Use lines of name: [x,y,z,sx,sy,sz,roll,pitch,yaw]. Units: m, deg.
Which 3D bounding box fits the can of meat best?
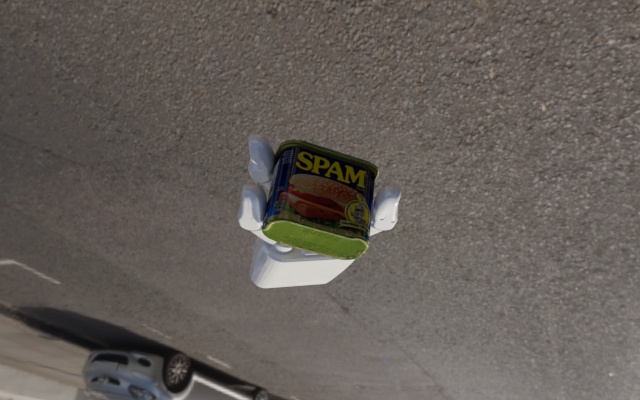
can of meat: [0.000,0.002,0.449,0.102,0.084,0.057,16,-30,-14]
